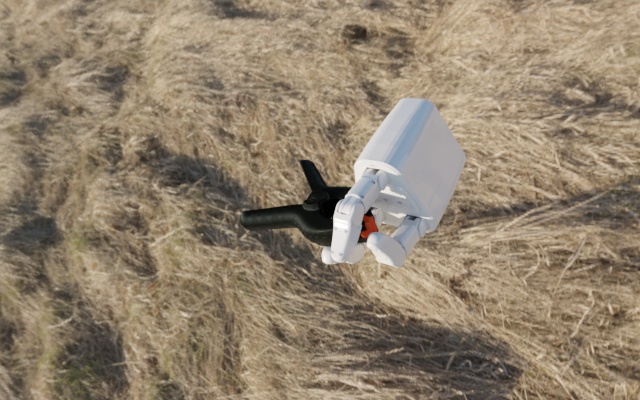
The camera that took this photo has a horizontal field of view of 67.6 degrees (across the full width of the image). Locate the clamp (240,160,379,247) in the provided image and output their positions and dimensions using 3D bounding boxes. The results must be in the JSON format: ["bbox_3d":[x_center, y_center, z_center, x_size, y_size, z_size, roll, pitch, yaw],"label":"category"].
[{"bbox_3d":[0.000,0.001,0.540,0.171,0.120,0.039,13,-34,36],"label":"clamp"}]
